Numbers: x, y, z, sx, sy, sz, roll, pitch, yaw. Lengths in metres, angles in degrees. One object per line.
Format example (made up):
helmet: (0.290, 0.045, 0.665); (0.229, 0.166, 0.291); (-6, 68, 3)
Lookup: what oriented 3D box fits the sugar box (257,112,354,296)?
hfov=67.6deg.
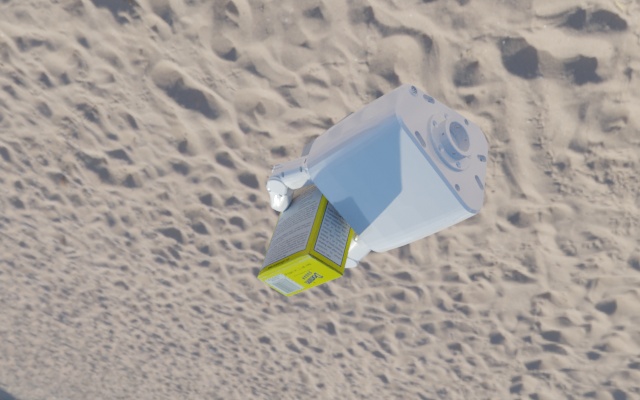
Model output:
sugar box: (0.001, 0.002, 0.481); (0.048, 0.176, 0.093); (36, -38, -21)
